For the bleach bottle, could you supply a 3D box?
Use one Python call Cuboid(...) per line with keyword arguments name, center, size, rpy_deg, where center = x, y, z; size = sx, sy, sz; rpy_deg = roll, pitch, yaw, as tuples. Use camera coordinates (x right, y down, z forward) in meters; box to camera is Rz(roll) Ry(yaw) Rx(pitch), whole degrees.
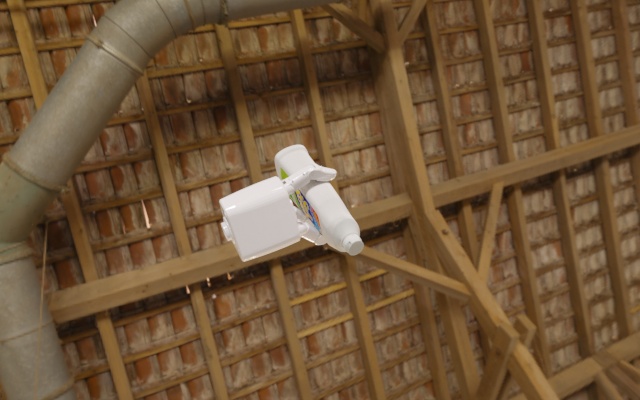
Cuboid(name="bleach bottle", center=(0.000, 0.003, 0.837), size=(0.068, 0.103, 0.250), rpy_deg=(-24, 41, -15))
